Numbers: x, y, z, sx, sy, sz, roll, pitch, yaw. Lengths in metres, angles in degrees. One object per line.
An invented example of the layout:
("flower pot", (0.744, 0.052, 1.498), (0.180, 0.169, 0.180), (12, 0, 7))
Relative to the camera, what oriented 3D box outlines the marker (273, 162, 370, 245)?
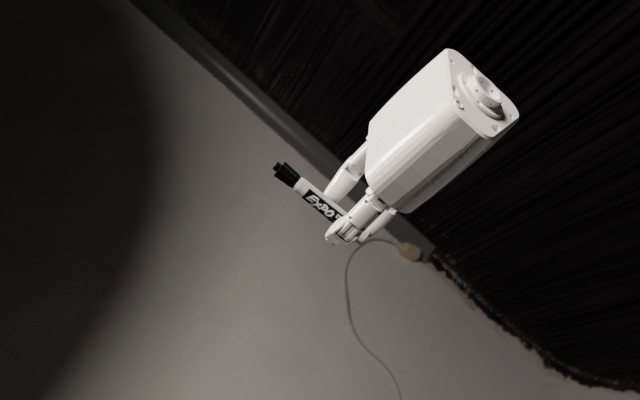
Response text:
("marker", (0.000, 0.002, 0.496), (0.121, 0.020, 0.020), (39, -5, -7))
